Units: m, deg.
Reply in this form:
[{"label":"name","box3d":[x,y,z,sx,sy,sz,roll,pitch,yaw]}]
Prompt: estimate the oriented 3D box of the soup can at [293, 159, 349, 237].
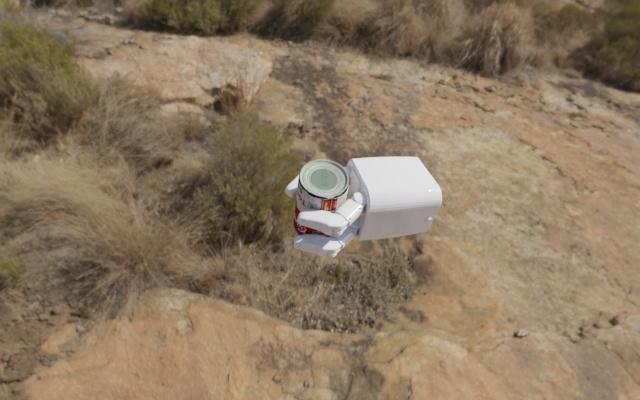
[{"label":"soup can","box3d":[0.000,0.002,0.648,0.068,0.068,0.102,0,-38,-7]}]
